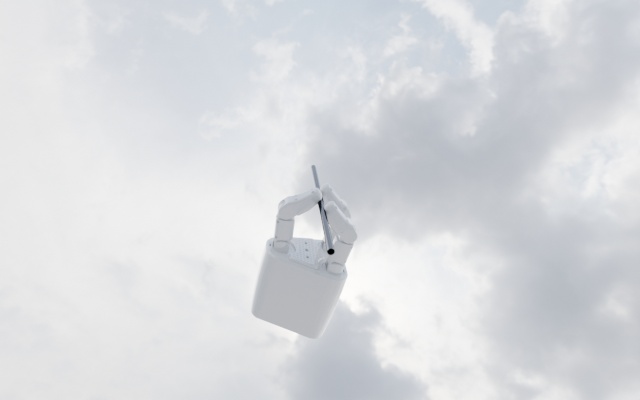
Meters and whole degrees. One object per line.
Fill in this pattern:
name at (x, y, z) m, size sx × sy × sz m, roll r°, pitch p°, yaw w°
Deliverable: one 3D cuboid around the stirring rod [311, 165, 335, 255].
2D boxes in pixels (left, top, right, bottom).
stirring rod at (0.000, 0.002, 0.602) m, size 0.011 × 0.011 × 0.239 m, roll 0°, pitch 25°, yaw -6°
